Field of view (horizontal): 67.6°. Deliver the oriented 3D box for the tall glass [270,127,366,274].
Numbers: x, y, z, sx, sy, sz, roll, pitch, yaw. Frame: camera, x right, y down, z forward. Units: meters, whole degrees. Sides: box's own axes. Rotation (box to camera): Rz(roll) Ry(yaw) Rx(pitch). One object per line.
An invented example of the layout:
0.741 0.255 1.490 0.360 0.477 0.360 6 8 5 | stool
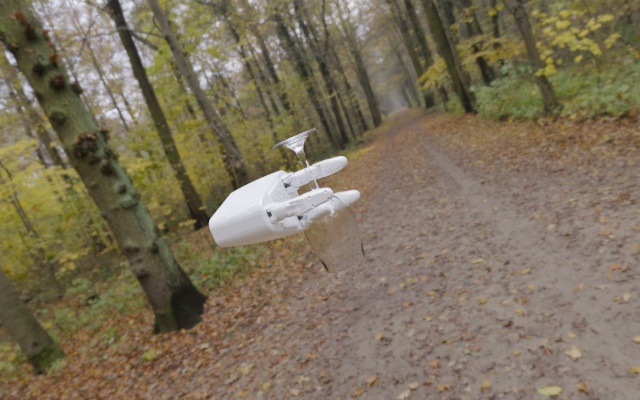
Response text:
0.000 0.002 0.687 0.079 0.201 0.079 -22 7 3 | tall glass
